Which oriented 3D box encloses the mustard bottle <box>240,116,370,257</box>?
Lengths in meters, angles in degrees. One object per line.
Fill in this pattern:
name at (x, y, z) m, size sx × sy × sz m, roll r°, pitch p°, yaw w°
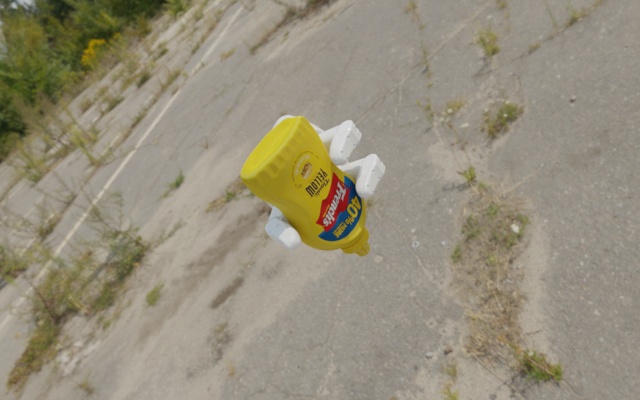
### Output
mustard bottle at (0.000, 0.002, 0.555) m, size 0.058 × 0.096 × 0.192 m, roll 3°, pitch -39°, yaw 50°
